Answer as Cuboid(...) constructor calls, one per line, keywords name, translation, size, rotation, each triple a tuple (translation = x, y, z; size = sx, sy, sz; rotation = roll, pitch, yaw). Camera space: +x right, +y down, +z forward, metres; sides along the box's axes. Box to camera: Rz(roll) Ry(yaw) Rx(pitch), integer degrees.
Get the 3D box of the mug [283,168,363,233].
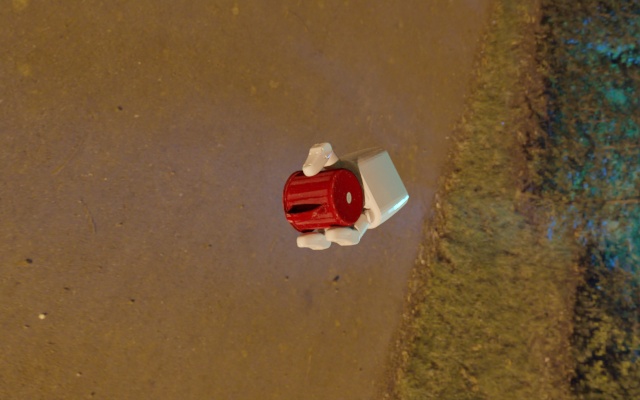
Cuboid(name="mug", translation=(-0.001, 0.003, 0.666), size=(0.081, 0.093, 0.117), rotation=(-6, 15, 38))
